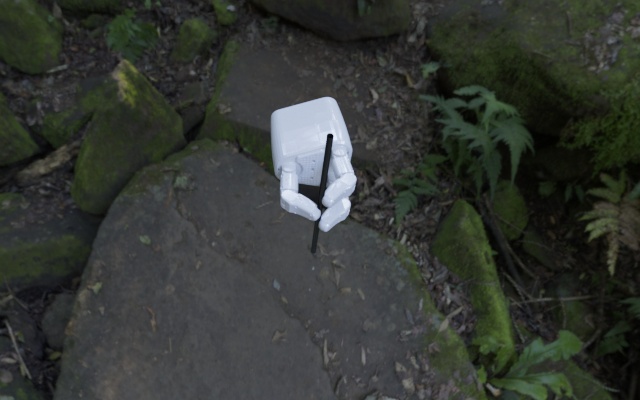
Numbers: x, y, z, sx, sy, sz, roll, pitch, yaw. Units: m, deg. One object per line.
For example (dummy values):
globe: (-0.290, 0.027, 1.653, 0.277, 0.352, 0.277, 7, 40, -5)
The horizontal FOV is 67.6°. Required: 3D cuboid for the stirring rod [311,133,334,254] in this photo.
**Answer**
stirring rod: (0.000, 0.002, 0.631, 0.011, 0.011, 0.240, 0, -39, -7)
